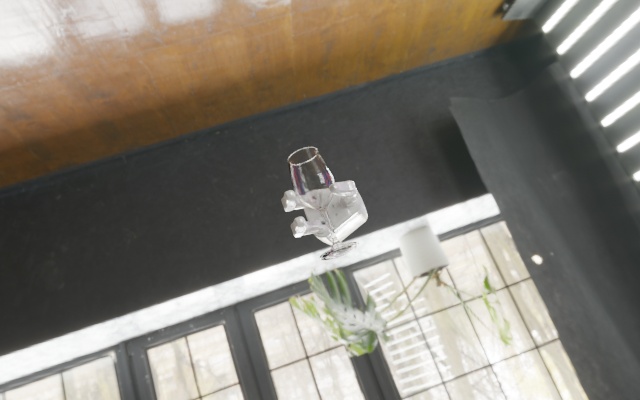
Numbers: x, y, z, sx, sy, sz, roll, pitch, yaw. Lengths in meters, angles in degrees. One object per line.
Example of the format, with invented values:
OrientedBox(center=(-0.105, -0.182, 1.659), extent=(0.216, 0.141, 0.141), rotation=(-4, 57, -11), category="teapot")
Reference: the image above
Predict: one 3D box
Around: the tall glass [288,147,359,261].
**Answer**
OrientedBox(center=(0.000, 0.003, 0.869), extent=(0.079, 0.201, 0.079), rotation=(-18, -20, -7), category="tall glass")
